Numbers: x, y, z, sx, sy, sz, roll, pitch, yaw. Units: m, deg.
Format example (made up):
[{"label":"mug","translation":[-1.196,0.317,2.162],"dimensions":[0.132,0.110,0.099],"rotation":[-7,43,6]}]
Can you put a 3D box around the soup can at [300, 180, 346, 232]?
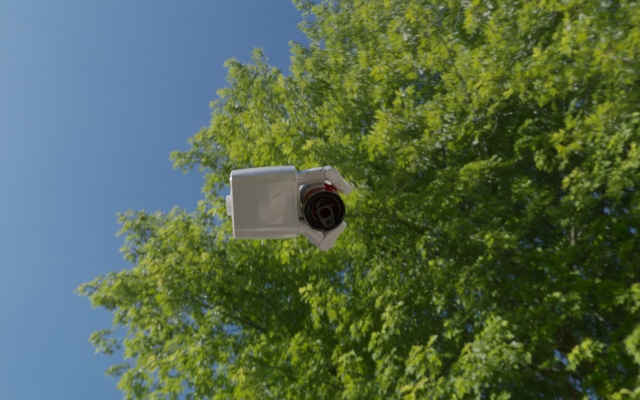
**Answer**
[{"label":"soup can","translation":[0.001,0.002,0.792],"dimensions":[0.068,0.068,0.102],"rotation":[0,18,-7]}]
